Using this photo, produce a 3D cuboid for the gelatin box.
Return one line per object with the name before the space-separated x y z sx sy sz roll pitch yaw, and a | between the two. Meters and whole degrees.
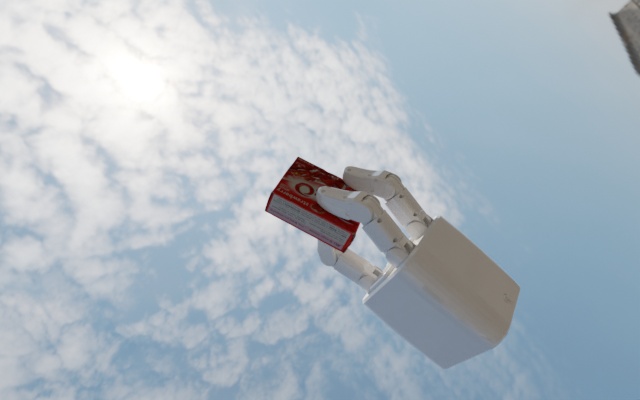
gelatin box | 0.000 0.002 0.473 0.089 0.030 0.073 27 37 1
